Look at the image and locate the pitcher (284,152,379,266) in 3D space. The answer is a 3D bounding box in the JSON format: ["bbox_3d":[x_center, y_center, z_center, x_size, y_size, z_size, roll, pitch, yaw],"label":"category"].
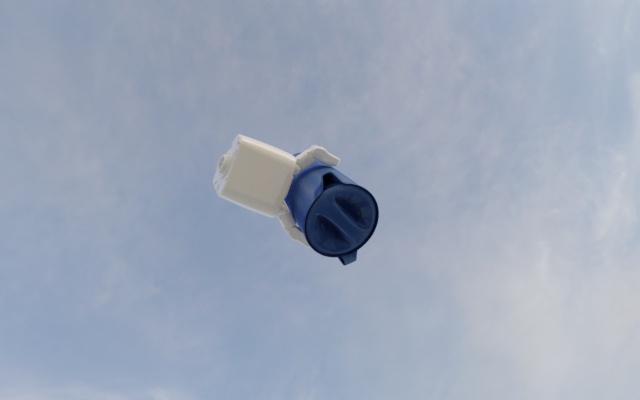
[{"bbox_3d":[0.000,0.003,0.887,0.145,0.149,0.242,22,12,-27],"label":"pitcher"}]
